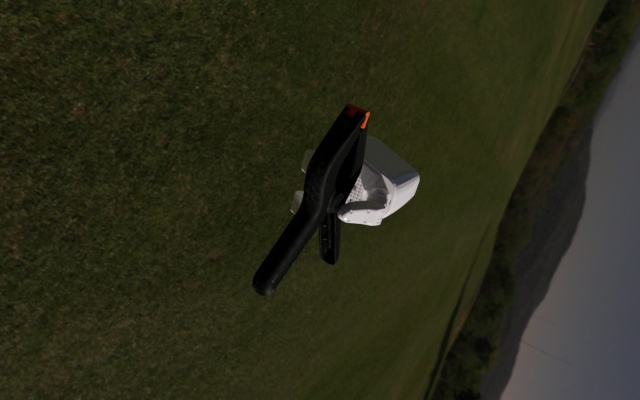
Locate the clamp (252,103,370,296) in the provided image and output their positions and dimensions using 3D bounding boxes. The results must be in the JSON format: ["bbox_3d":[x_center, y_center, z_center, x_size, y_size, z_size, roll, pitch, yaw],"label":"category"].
[{"bbox_3d":[0.001,0.001,0.511,0.036,0.210,0.164,26,24,22],"label":"clamp"}]
